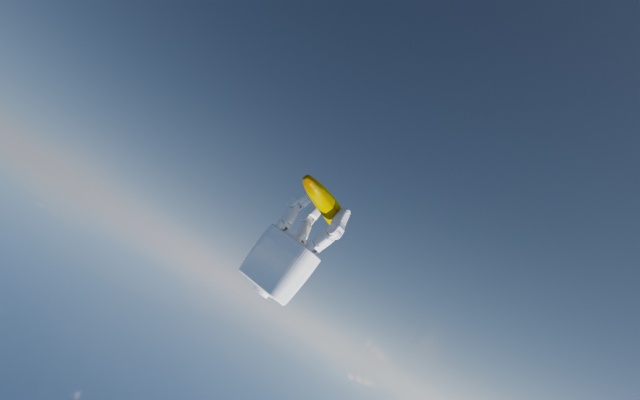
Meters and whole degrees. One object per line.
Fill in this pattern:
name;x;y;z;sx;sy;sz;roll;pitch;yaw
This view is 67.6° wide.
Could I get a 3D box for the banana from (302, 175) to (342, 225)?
banana;0.014;0.015;0.890;0.069;0.037;0.198;40;-7;24
